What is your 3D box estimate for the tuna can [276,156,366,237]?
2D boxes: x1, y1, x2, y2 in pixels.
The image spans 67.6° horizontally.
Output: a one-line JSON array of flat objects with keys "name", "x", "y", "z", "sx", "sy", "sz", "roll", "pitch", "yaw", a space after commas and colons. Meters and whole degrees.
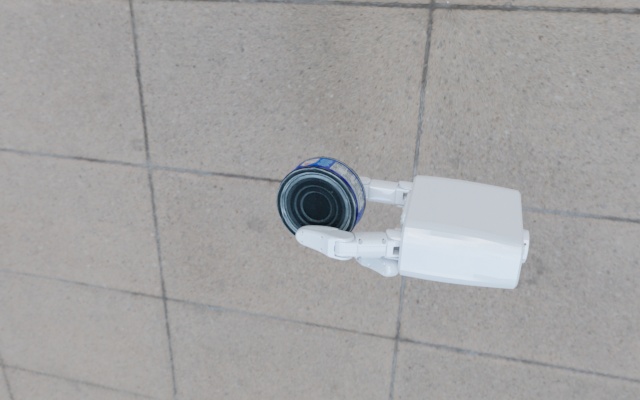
[{"name": "tuna can", "x": 0.000, "y": 0.002, "z": 0.477, "sx": 0.086, "sy": 0.086, "sz": 0.033, "roll": 0, "pitch": 21, "yaw": 21}]
